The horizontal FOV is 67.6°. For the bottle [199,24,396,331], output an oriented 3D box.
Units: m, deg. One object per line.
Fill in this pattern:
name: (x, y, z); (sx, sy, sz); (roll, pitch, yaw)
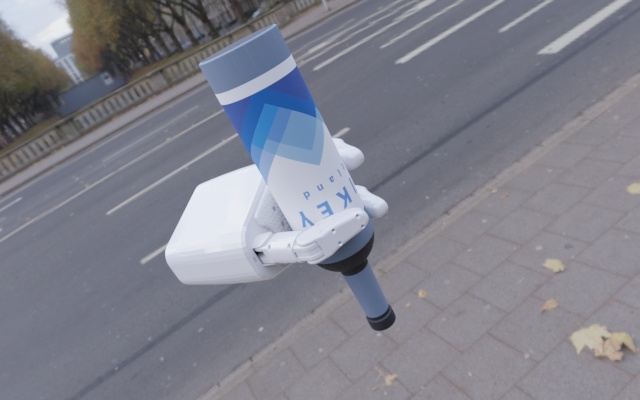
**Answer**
bottle: (0.000, 0.001, 0.418); (0.069, 0.296, 0.069); (-23, 24, 11)
